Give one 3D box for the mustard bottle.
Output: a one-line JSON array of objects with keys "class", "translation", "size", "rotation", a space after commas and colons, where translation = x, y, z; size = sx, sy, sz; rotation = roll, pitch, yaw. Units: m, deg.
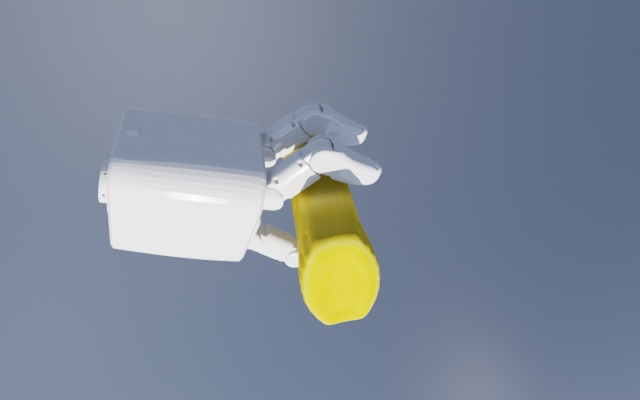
[{"class": "mustard bottle", "translation": [0.000, 0.001, 0.408], "size": [0.058, 0.096, 0.191], "rotation": [-12, 42, -2]}]
